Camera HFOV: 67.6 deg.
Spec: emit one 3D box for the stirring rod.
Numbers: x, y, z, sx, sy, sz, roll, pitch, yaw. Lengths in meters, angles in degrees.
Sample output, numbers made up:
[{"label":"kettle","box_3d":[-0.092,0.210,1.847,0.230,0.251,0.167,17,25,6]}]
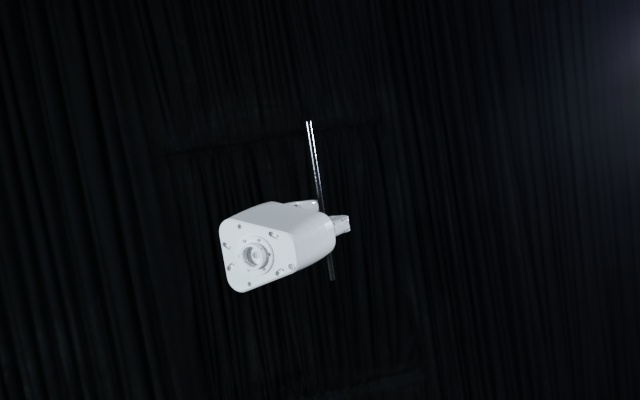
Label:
[{"label":"stirring rod","box_3d":[0.000,0.002,0.714,0.011,0.239,0.011,-9,6,1]}]
